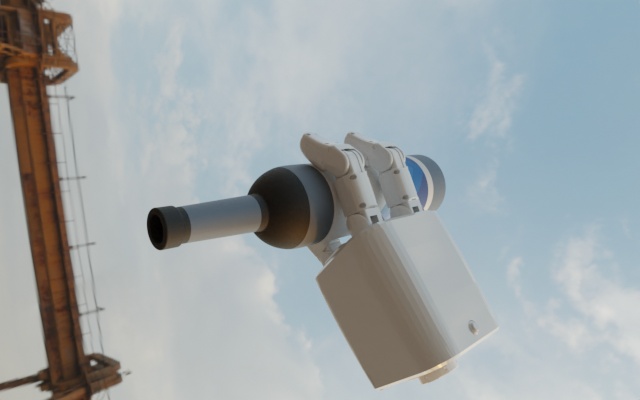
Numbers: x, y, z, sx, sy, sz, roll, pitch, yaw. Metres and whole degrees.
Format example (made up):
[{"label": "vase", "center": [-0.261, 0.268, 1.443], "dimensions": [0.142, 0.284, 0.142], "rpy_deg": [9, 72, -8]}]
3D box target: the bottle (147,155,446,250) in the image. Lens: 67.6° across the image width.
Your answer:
[{"label": "bottle", "center": [0.000, 0.001, 0.403], "dimensions": [0.069, 0.069, 0.295], "rpy_deg": [0, 7, 45]}]
